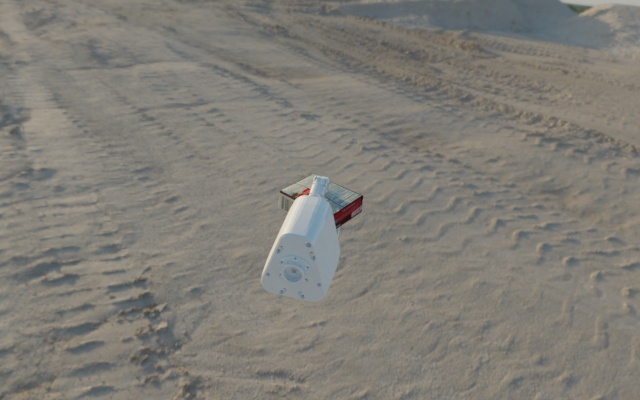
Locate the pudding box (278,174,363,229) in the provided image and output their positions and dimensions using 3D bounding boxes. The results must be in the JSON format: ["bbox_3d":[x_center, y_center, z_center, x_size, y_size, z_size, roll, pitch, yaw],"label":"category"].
[{"bbox_3d":[0.000,0.002,0.787,0.113,0.039,0.090,27,37,30],"label":"pudding box"}]
